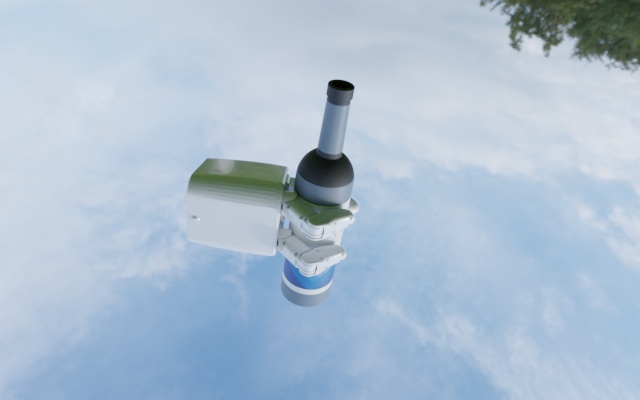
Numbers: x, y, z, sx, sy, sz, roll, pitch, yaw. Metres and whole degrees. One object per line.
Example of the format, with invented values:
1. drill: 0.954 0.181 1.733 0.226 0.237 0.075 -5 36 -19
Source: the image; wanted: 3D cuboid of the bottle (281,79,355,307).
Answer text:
1. bottle: 0.000 0.002 0.563 0.069 0.296 0.069 7 36 -5
